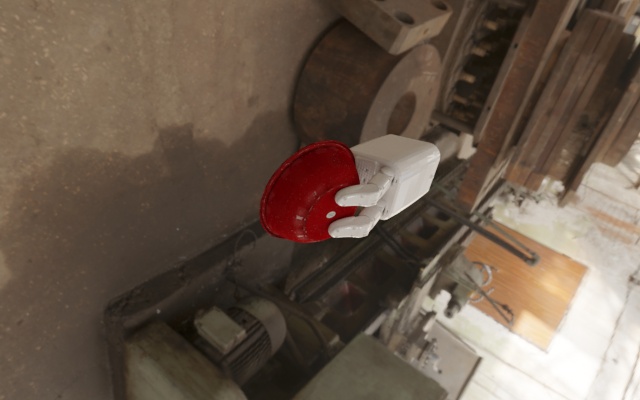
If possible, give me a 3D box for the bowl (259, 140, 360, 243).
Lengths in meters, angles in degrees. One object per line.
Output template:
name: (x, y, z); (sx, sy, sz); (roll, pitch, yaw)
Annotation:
bowl: (-0.001, 0.003, 0.642); (0.162, 0.162, 0.055); (0, 34, -45)
